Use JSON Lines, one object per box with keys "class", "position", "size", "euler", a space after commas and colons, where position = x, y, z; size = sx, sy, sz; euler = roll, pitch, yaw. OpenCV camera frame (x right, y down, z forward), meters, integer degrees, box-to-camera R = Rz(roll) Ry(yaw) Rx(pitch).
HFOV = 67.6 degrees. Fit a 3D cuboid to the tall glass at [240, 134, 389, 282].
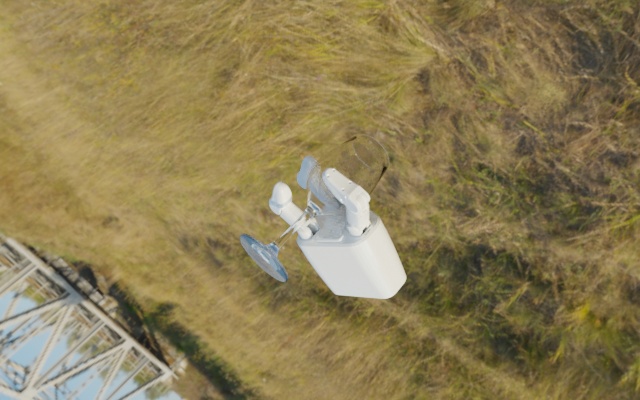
{"class": "tall glass", "position": [0.000, 0.002, 0.578], "size": [0.201, 0.079, 0.079], "euler": [-45, 22, -24]}
